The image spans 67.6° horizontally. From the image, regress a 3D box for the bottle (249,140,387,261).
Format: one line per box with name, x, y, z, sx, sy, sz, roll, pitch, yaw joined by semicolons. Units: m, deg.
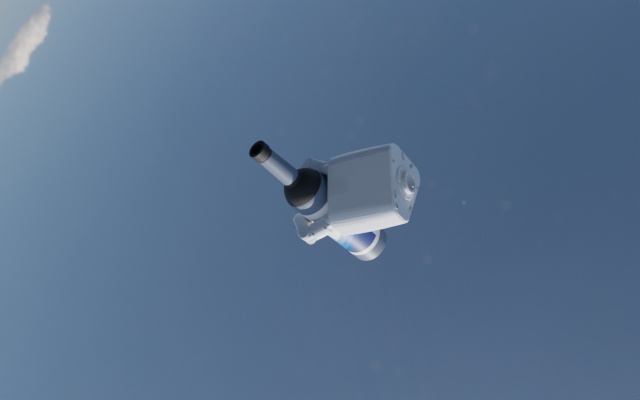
bottle;0.000;0.003;0.734;0.069;0.069;0.296;0;-29;42
